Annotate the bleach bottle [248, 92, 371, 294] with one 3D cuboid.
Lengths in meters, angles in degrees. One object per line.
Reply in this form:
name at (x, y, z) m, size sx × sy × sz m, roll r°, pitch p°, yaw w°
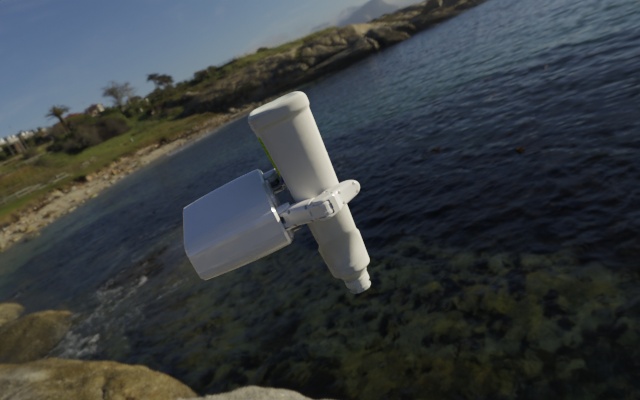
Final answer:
bleach bottle at (0.000, 0.002, 0.557) m, size 0.068 × 0.251 × 0.102 m, roll -26°, pitch 16°, yaw -2°
